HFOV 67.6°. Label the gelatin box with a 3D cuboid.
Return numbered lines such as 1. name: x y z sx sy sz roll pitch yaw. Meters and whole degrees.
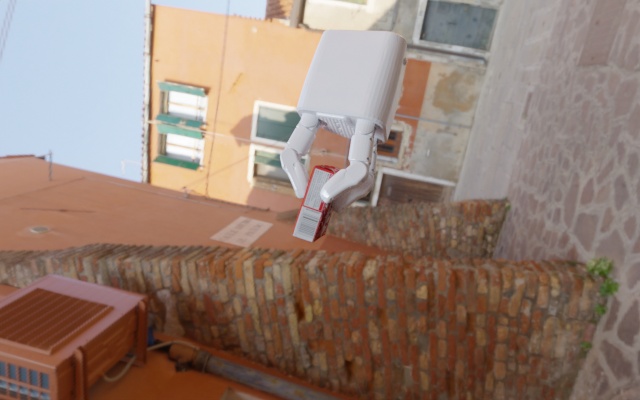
1. gelatin box: 0.000 0.002 0.577 0.030 0.089 0.073 19 7 9
